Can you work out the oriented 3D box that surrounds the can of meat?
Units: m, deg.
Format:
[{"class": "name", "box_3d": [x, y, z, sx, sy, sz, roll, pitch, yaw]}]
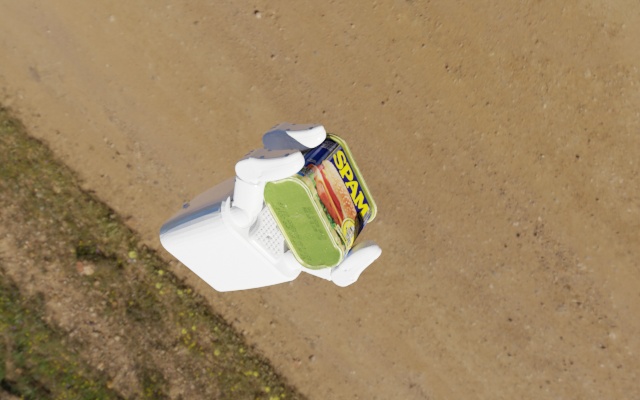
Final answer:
[{"class": "can of meat", "box_3d": [0.000, 0.002, 0.445, 0.057, 0.102, 0.084, -14, 23, 34]}]
